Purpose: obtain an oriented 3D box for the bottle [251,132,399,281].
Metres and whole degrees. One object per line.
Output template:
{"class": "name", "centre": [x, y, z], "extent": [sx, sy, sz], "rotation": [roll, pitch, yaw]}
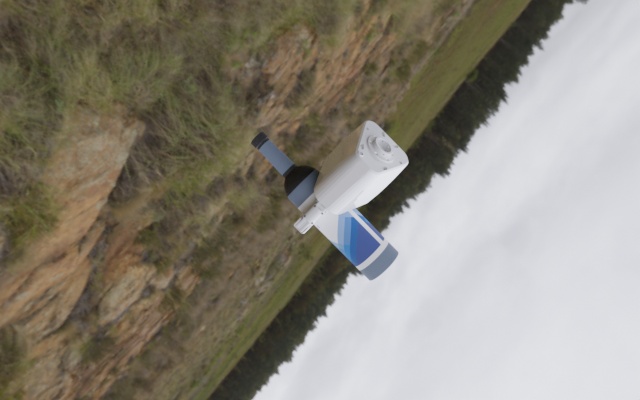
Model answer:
{"class": "bottle", "centre": [0.000, 0.003, 0.775], "extent": [0.069, 0.296, 0.069], "rotation": [-45, 1, 1]}
